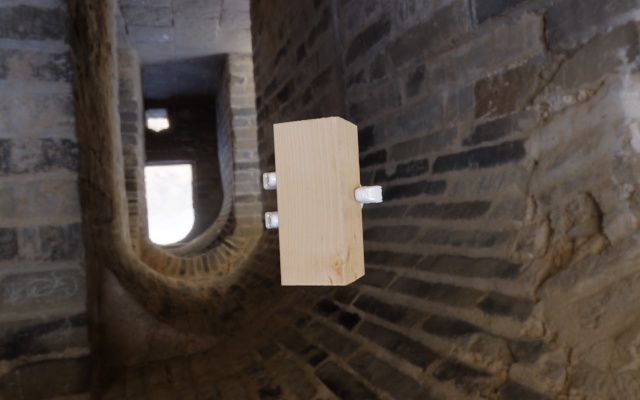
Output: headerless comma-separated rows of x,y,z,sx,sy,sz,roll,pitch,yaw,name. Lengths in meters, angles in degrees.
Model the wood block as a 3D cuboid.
0.001,0.002,0.633,0.091,0.206,0.090,-4,-1,21,wood block
